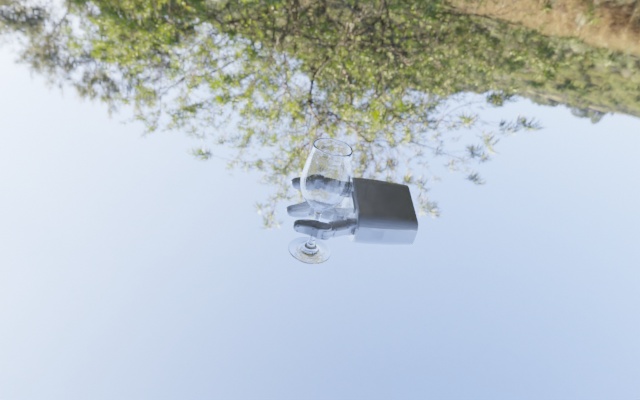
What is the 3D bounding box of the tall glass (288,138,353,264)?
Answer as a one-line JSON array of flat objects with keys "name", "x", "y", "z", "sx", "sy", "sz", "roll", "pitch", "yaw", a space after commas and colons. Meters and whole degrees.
[{"name": "tall glass", "x": 0.000, "y": 0.003, "z": 0.773, "sx": 0.079, "sy": 0.201, "sz": 0.079, "roll": 9, "pitch": 31, "yaw": -6}]
